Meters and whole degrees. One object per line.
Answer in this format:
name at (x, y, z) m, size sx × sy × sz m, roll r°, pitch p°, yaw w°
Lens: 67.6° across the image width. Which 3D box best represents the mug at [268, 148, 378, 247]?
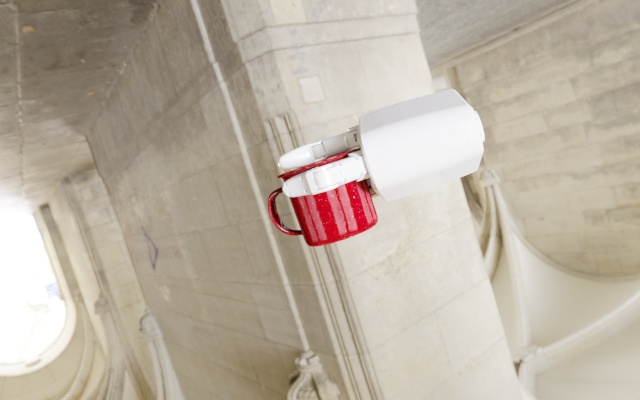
mug at (-0.001, 0.002, 0.505) m, size 0.117 × 0.081 × 0.093 m, roll -18°, pitch 4°, yaw 13°
